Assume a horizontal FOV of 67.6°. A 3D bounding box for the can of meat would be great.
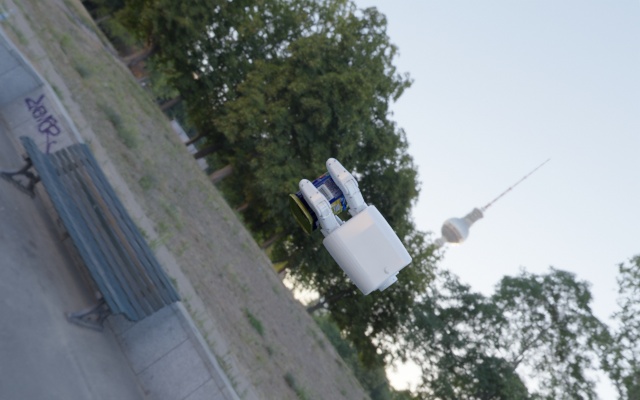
[{"bbox_3d":[0.000,0.002,0.771,0.084,0.057,0.102,-34,-15,-13],"label":"can of meat"}]
